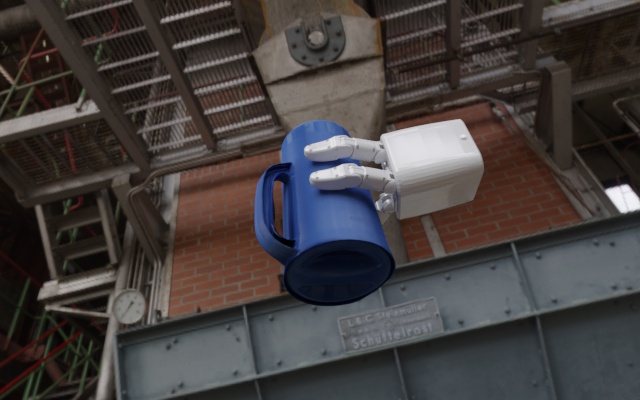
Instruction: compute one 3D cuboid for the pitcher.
[{"bbox_3d":[0.000,0.002,0.628,0.145,0.242,0.149,-14,-43,4],"label":"pitcher"}]
